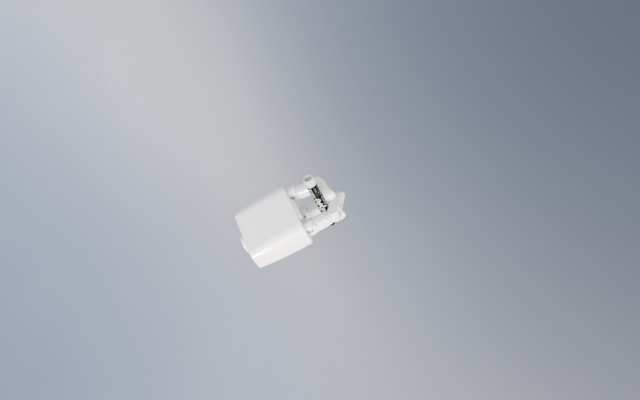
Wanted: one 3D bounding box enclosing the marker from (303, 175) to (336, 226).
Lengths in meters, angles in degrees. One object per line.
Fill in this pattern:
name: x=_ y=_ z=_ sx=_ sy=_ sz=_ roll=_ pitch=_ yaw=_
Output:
marker: x=0.000 y=0.003 z=0.831 sx=0.020 sy=0.020 sz=0.121 roll=0 pitch=-41 yaw=28
